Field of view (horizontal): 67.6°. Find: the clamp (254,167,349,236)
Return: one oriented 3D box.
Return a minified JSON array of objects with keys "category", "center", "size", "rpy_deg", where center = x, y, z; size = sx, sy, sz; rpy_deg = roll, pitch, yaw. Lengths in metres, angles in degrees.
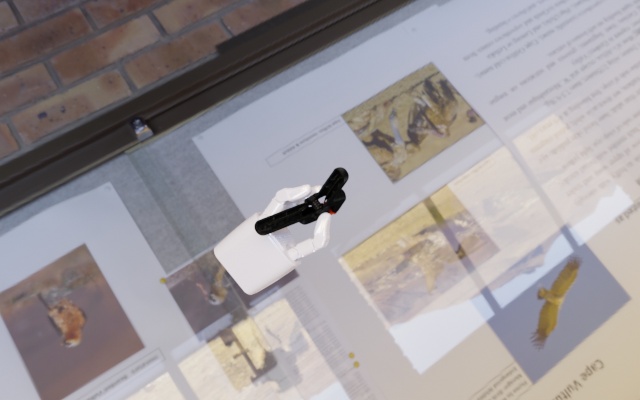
[{"category":"clamp","center":[0.001,0.003,0.788],"size":[0.164,0.036,0.210],"rpy_deg":[-34,-11,17]}]
